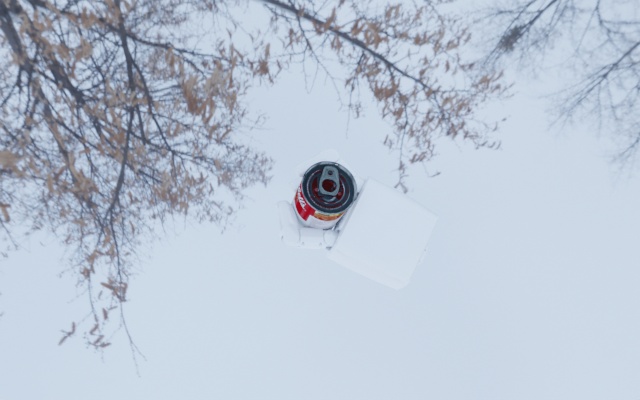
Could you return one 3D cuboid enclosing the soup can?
[{"bbox_3d":[0.000,0.002,0.605,0.068,0.068,0.102,0,-21,-13],"label":"soup can"}]
